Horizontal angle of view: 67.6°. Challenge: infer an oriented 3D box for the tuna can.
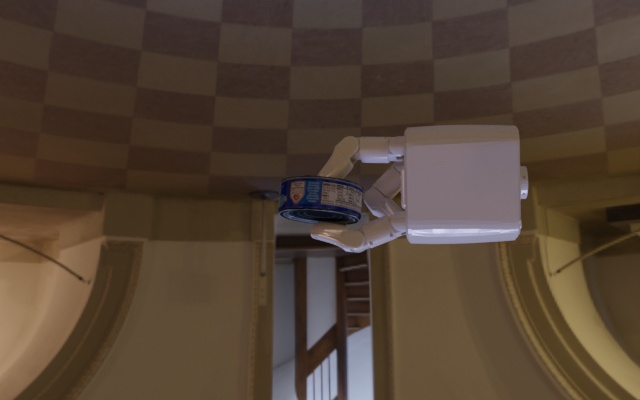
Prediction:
[{"bbox_3d":[0.000,0.002,0.486,0.086,0.033,0.086,5,-12,1],"label":"tuna can"}]
